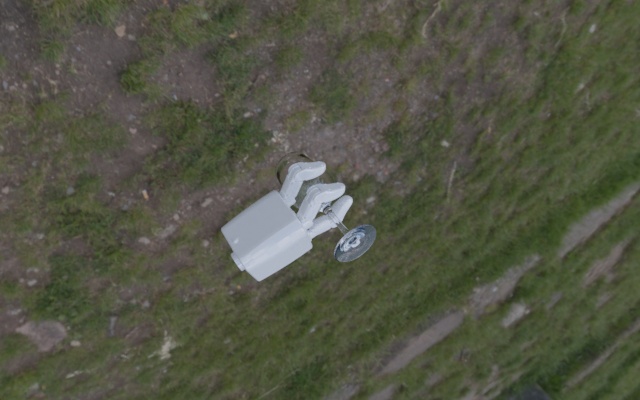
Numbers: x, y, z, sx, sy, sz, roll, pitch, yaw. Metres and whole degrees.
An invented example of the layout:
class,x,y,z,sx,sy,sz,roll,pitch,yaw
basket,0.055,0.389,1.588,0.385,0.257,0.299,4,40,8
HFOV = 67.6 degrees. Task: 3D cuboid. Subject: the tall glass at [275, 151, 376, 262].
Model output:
class,x,y,z,sx,sy,sz,roll,pitch,yaw
tall glass,0.001,0.003,0.759,0.079,0.079,0.201,0,39,-41
